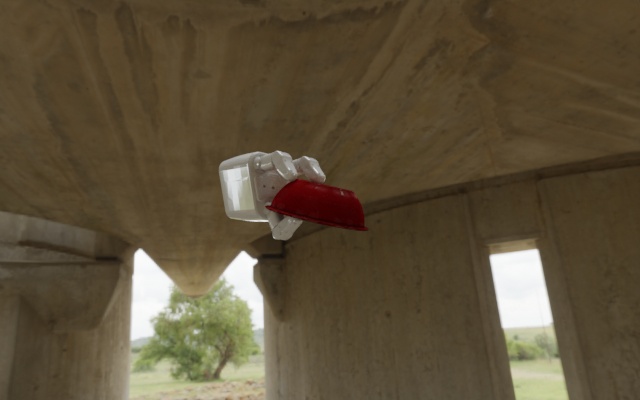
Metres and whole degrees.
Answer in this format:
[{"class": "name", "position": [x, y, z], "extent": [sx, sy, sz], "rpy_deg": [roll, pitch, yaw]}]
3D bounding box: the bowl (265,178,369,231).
[{"class": "bowl", "position": [0.001, 0.002, 0.729], "extent": [0.162, 0.055, 0.162], "rpy_deg": [13, 2, -1]}]
